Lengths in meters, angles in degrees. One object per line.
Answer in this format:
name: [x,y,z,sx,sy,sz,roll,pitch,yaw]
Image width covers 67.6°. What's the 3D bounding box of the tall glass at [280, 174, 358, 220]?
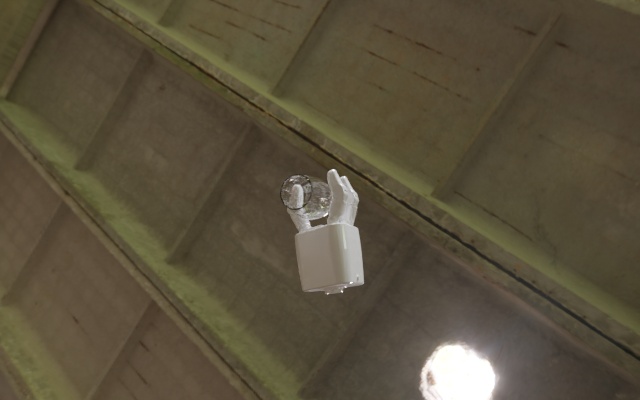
tall glass: [0.000,0.003,0.897,0.079,0.079,0.201,0,-10,25]
